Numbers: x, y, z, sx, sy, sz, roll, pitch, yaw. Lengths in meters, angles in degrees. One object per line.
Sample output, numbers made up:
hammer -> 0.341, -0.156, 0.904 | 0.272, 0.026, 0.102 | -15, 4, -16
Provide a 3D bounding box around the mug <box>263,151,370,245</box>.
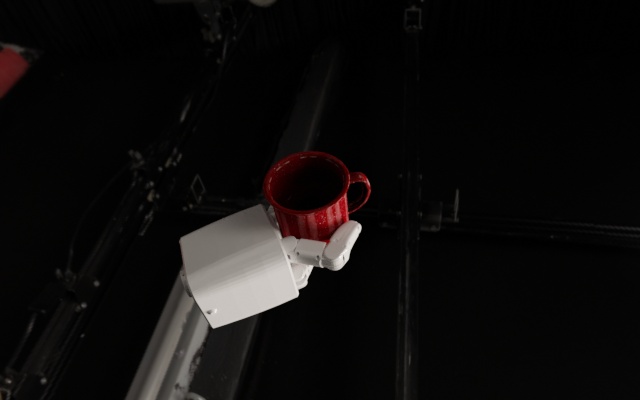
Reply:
mug -> 0.001, 0.001, 0.538 | 0.117, 0.093, 0.082 | -19, -41, -8
